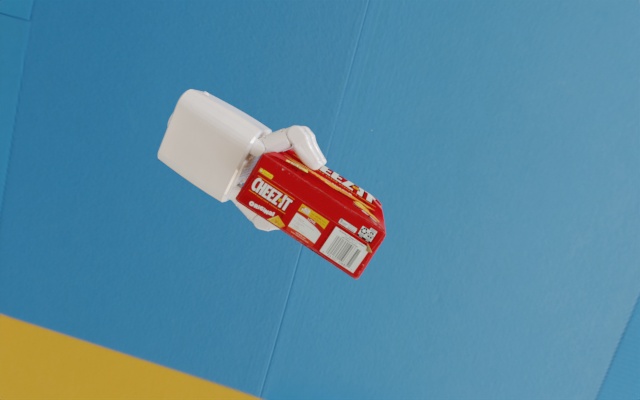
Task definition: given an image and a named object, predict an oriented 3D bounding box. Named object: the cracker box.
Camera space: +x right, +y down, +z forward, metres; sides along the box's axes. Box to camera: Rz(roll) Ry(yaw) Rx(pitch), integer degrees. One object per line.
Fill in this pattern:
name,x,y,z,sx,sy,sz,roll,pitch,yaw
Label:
cracker box,0.000,0.002,0.620,0.164,0.072,0.213,33,10,1
